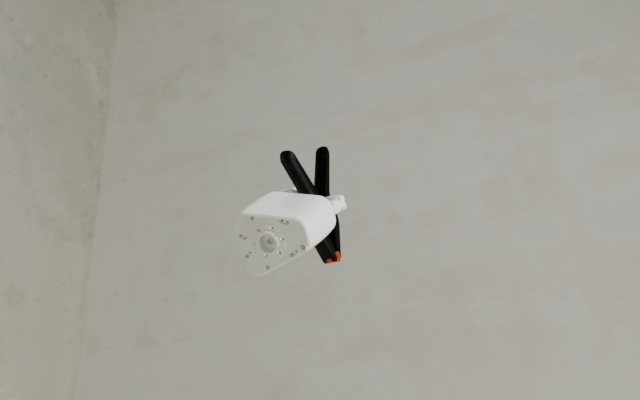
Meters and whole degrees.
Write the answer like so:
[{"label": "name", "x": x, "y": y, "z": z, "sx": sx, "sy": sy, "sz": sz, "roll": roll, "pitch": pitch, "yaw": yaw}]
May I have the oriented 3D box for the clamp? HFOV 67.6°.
[{"label": "clamp", "x": 0.001, "y": 0.003, "z": 0.824, "sx": 0.036, "sy": 0.210, "sz": 0.164, "roll": -12, "pitch": 11, "yaw": 25}]
